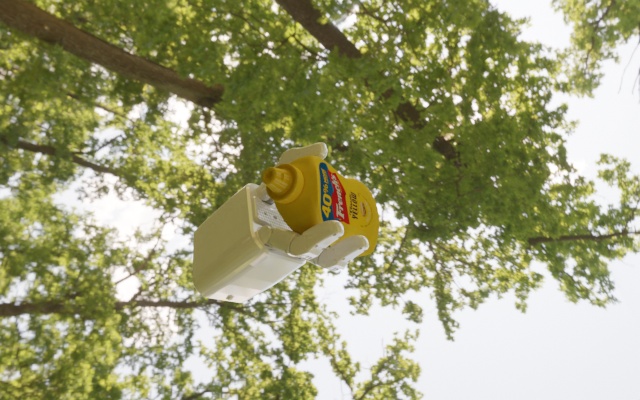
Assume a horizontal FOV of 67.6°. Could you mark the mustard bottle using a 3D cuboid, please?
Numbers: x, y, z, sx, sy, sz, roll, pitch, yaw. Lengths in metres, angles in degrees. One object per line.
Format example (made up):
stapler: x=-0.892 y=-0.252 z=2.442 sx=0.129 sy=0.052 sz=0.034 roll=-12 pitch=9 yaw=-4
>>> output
mustard bottle: x=0.001 y=0.002 z=0.546 sx=0.058 sy=0.096 sz=0.192 roll=-14 pitch=-23 yaw=31
